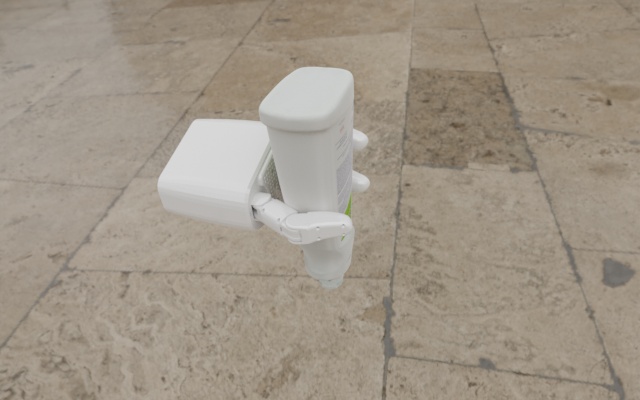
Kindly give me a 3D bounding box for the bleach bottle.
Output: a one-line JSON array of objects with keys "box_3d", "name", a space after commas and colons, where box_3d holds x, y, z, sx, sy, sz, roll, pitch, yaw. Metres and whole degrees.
[{"box_3d": [0.000, 0.001, 0.485, 0.068, 0.251, 0.102, 9, 40, 18], "name": "bleach bottle"}]
